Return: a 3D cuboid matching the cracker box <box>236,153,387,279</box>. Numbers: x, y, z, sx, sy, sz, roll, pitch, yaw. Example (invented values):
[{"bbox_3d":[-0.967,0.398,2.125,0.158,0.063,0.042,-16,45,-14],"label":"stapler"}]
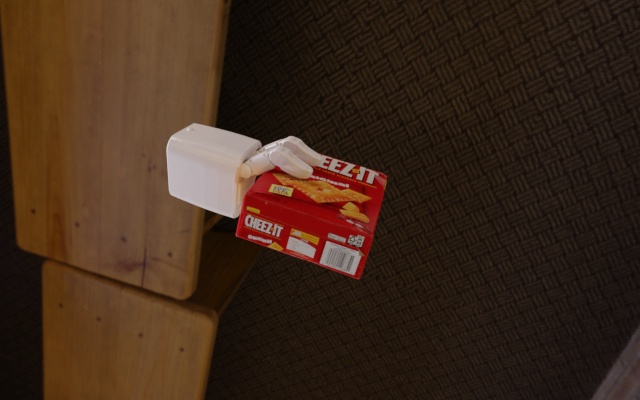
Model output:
[{"bbox_3d":[0.000,0.002,0.662,0.164,0.072,0.213,19,26,5],"label":"cracker box"}]
